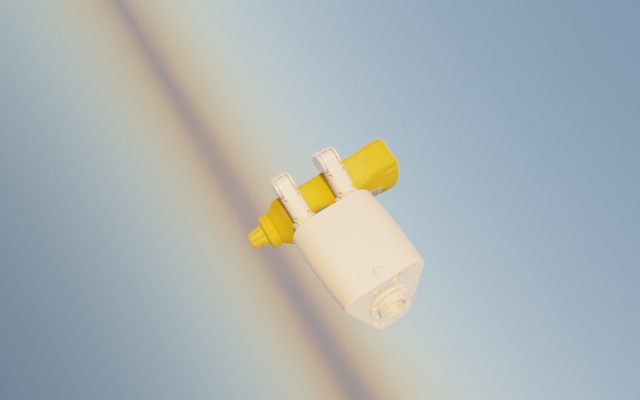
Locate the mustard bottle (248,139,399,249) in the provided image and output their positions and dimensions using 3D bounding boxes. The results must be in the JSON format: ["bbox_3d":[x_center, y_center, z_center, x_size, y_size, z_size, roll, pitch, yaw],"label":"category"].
[{"bbox_3d":[0.000,0.001,0.574,0.191,0.058,0.096,-31,-13,-8],"label":"mustard bottle"}]
